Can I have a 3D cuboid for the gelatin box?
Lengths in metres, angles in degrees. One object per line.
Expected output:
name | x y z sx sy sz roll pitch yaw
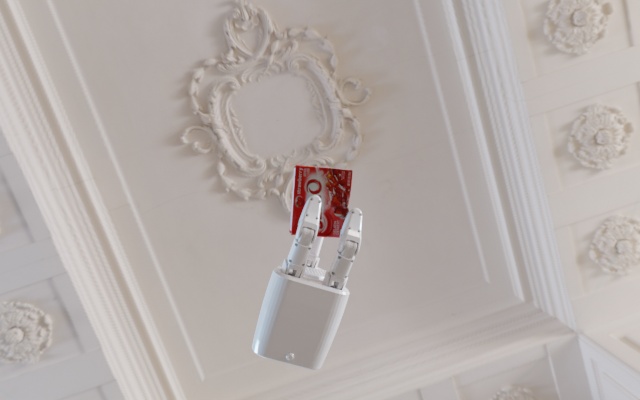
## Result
gelatin box | 0.000 0.002 0.608 0.073 0.089 0.030 4 2 -8
